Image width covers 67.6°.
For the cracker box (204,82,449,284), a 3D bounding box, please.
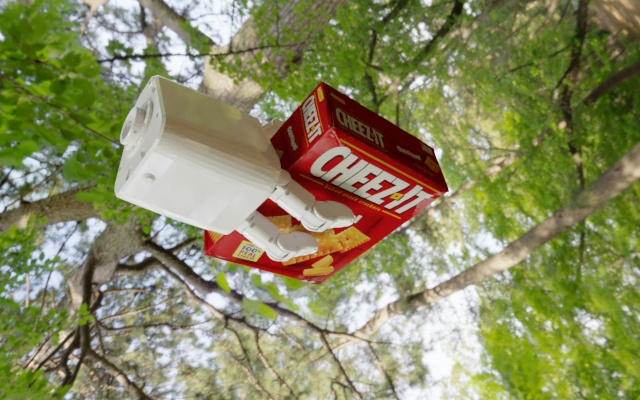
[{"bbox_3d":[0.000,0.002,0.509,0.164,0.072,0.214,22,-48,-35],"label":"cracker box"}]
